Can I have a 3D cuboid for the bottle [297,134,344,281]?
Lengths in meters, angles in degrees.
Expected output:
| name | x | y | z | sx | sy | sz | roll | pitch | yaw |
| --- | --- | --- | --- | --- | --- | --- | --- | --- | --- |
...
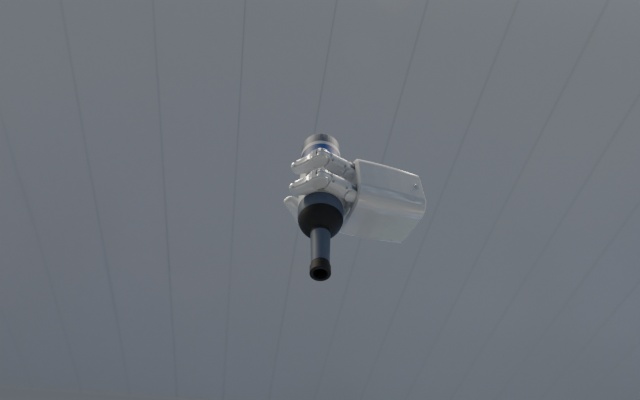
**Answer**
| name | x | y | z | sx | sy | sz | roll | pitch | yaw |
| --- | --- | --- | --- | --- | --- | --- | --- | --- | --- |
| bottle | 0.000 | 0.002 | 0.716 | 0.069 | 0.069 | 0.295 | 0 | 38 | 0 |
